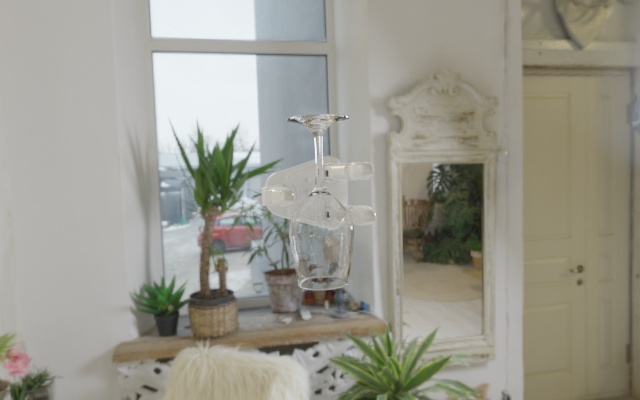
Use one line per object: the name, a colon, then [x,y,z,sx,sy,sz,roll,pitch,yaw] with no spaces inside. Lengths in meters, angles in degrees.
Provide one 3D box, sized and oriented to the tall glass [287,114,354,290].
tall glass: [0.000,0.001,0.573,0.079,0.201,0.079,-2,3,0]
